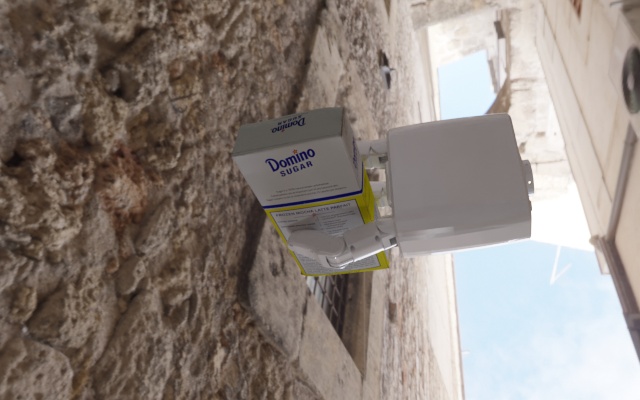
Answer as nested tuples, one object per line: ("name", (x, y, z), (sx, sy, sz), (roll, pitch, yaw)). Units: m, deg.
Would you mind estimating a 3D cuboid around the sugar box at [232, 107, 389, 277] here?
("sugar box", (0.000, 0.001, 0.433), (0.093, 0.048, 0.176), (-8, -46, 15))
